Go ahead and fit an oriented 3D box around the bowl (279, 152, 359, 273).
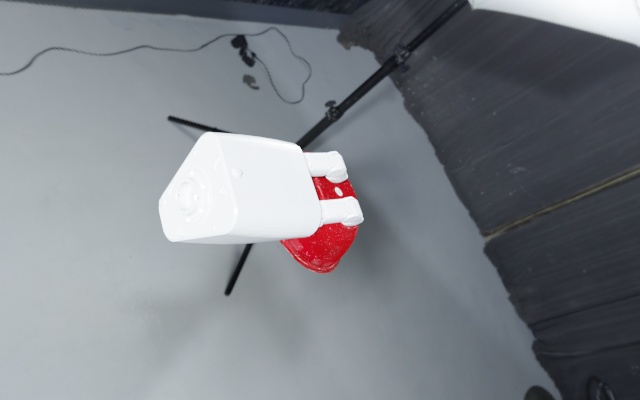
[{"bbox_3d":[0.001,0.002,0.570,0.055,0.162,0.162,-27,-12,26],"label":"bowl"}]
